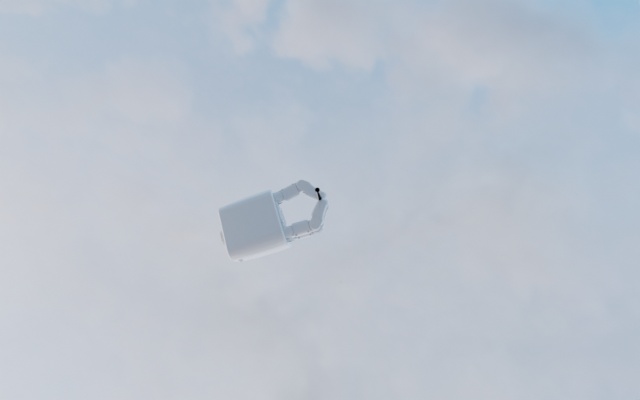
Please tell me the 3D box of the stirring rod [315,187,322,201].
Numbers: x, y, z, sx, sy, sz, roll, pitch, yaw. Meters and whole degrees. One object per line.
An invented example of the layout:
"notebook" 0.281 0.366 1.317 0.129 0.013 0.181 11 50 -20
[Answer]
"stirring rod" 0.000 0.003 0.888 0.011 0.011 0.239 0 -10 2
